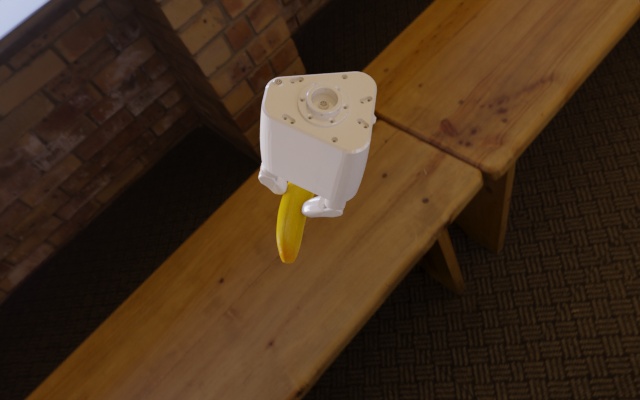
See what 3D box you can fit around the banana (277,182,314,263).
[{"bbox_3d":[-0.012,-0.012,0.632,0.069,0.197,0.037,41,-26,-12],"label":"banana"}]
